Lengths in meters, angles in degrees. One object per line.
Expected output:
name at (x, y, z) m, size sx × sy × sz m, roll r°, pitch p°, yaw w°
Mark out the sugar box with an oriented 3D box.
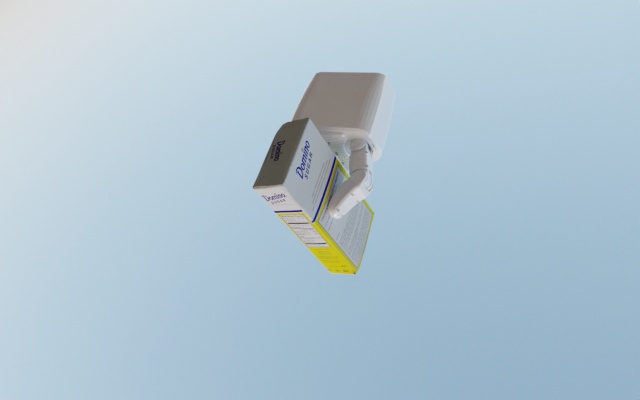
sugar box at (0.000, 0.002, 0.541) m, size 0.048 × 0.093 × 0.176 m, roll -6°, pitch -40°, yaw 34°
